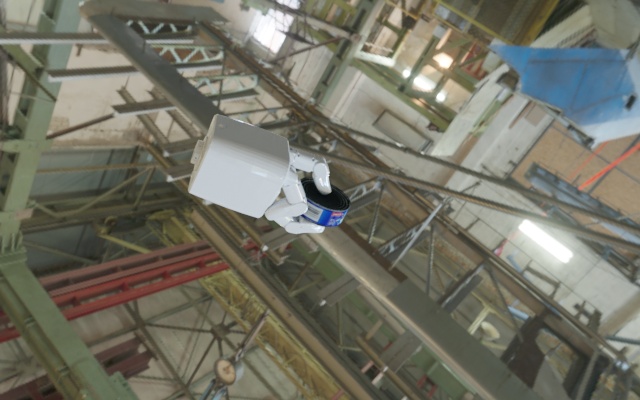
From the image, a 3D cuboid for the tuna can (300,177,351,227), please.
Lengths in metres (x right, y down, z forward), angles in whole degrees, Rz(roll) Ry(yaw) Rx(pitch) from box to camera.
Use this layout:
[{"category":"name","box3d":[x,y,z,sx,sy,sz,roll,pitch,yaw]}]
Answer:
[{"category":"tuna can","box3d":[0.000,0.003,0.720,0.086,0.034,0.086,21,27,-11]}]
